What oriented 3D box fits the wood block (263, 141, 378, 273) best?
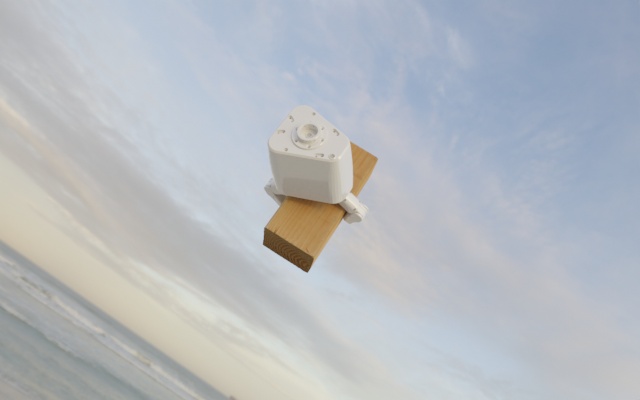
[{"bbox_3d":[0.001,0.002,0.786,0.091,0.206,0.090,32,-24,6],"label":"wood block"}]
